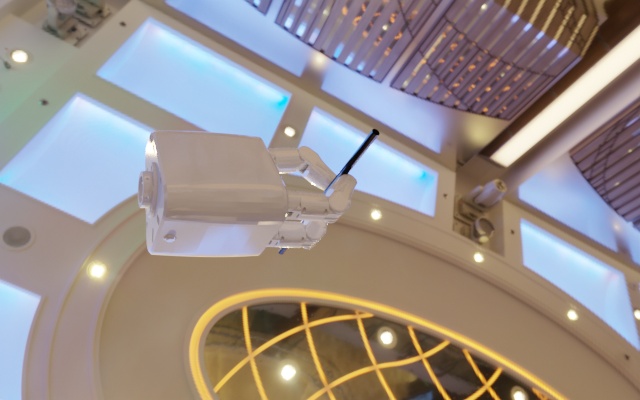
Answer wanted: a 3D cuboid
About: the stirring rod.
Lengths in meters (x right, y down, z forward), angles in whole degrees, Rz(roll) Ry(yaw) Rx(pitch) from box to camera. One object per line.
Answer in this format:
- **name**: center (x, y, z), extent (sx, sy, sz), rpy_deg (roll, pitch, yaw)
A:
- **stirring rod**: center (0.000, 0.002, 0.526), extent (0.011, 0.011, 0.240), rpy_deg (0, -32, -30)
